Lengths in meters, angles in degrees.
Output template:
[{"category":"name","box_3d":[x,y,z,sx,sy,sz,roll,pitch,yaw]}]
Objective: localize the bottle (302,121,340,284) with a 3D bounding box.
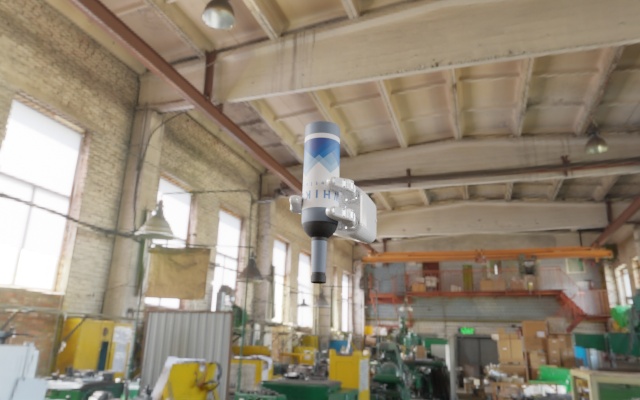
[{"category":"bottle","box_3d":[0.000,0.003,0.874,0.069,0.295,0.069,2,-17,0]}]
